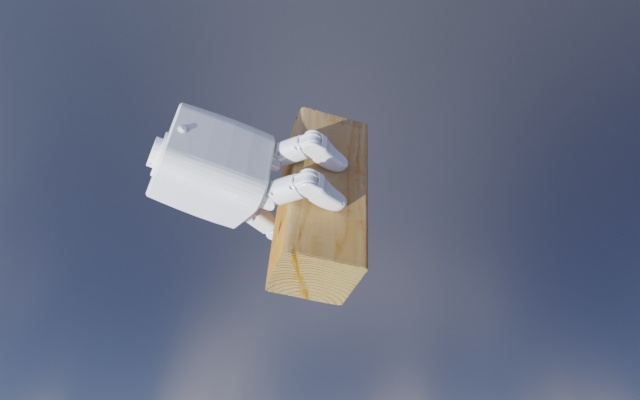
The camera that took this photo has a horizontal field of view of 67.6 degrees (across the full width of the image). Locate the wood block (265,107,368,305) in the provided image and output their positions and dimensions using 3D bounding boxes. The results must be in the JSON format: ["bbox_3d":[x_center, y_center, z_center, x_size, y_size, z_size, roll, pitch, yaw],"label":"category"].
[{"bbox_3d":[0.000,0.002,0.554,0.090,0.206,0.091,13,-38,-11],"label":"wood block"}]
